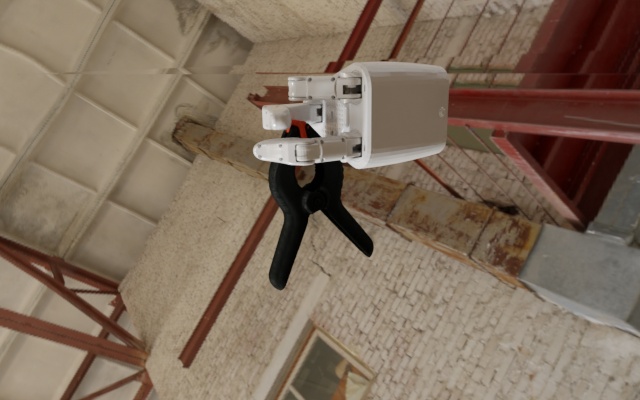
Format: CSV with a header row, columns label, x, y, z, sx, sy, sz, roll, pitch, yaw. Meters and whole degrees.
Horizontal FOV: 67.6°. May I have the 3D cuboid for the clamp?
label,x,y,z,sx,sy,sz,roll,pitch,yaw
clamp,0.000,0.001,0.492,0.120,0.171,0.039,-10,18,-29
